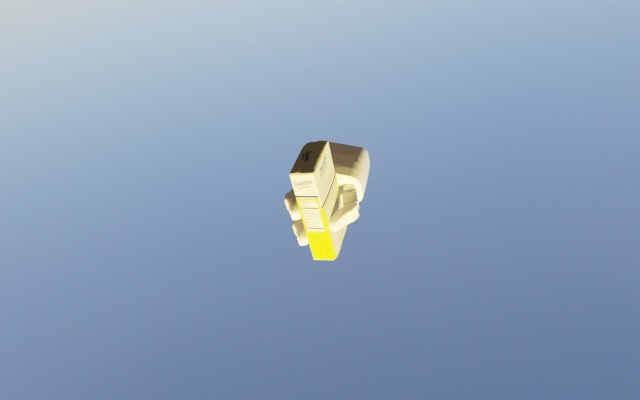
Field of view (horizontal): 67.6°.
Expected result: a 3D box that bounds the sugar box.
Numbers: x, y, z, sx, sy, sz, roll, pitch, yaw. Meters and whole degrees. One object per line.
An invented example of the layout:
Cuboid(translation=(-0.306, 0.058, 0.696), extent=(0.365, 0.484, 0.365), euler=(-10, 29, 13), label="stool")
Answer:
Cuboid(translation=(0.000, 0.003, 0.769), extent=(0.048, 0.176, 0.093), euler=(-2, 37, 20), label="sugar box")
